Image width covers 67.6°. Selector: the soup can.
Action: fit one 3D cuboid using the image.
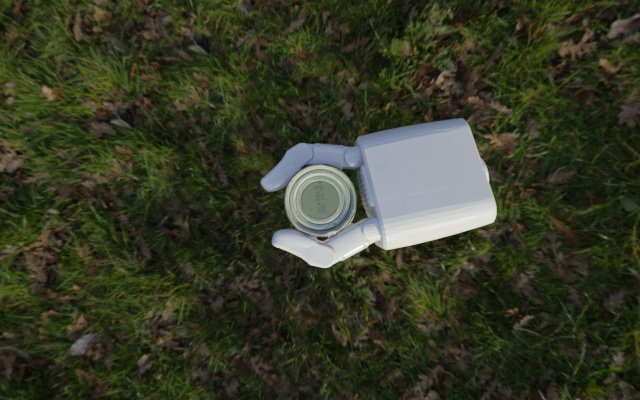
[{"bbox_3d":[0.000,0.002,0.476,0.068,0.068,0.102,0,-2,0],"label":"soup can"}]
